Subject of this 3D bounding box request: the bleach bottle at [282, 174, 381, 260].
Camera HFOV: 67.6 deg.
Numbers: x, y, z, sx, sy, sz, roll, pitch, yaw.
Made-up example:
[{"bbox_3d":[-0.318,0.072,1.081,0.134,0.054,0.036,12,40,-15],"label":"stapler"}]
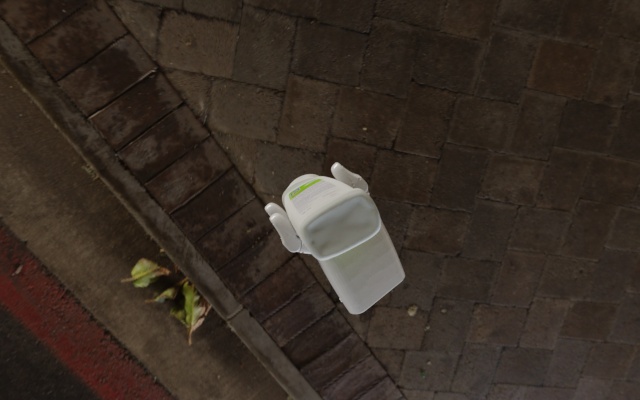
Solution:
[{"bbox_3d":[0.000,0.002,0.693,0.102,0.068,0.250,-28,18,-3],"label":"bleach bottle"}]
